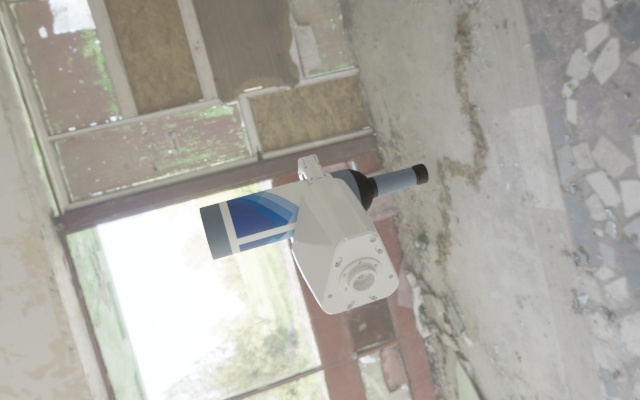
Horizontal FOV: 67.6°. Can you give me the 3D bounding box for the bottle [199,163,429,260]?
[{"bbox_3d":[0.000,0.002,0.609,0.295,0.069,0.069,-16,3,-12],"label":"bottle"}]
